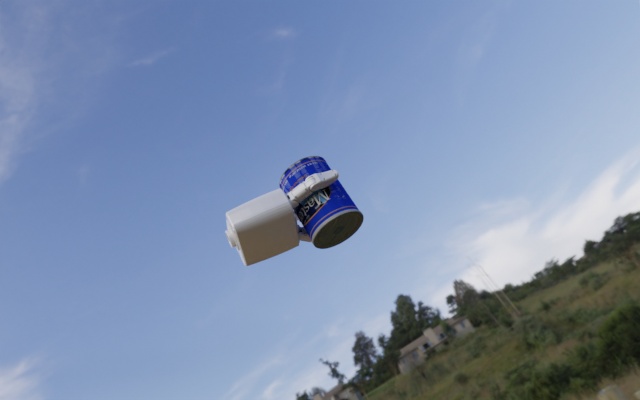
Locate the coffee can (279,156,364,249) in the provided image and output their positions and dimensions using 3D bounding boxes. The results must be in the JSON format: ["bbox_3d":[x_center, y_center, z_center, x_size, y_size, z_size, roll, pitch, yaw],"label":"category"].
[{"bbox_3d":[0.000,0.003,0.877,0.103,0.140,0.103,-24,-31,-15],"label":"coffee can"}]
